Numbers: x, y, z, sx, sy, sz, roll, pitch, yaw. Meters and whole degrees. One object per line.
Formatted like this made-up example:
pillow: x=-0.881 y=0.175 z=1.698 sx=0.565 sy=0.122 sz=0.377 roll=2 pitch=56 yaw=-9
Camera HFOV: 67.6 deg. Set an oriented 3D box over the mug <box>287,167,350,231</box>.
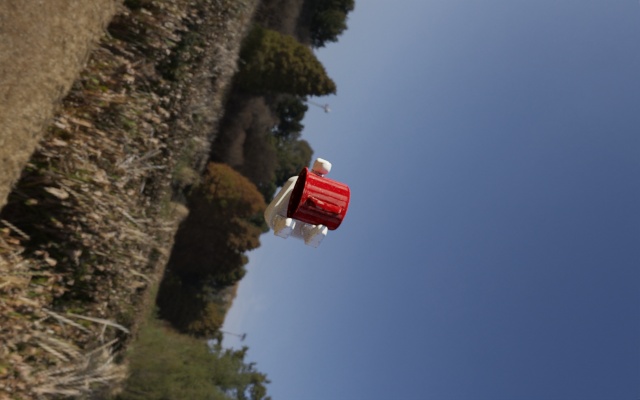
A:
mug: x=0.001 y=0.003 z=0.782 sx=0.081 sy=0.093 sz=0.117 roll=18 pitch=2 yaw=-14
